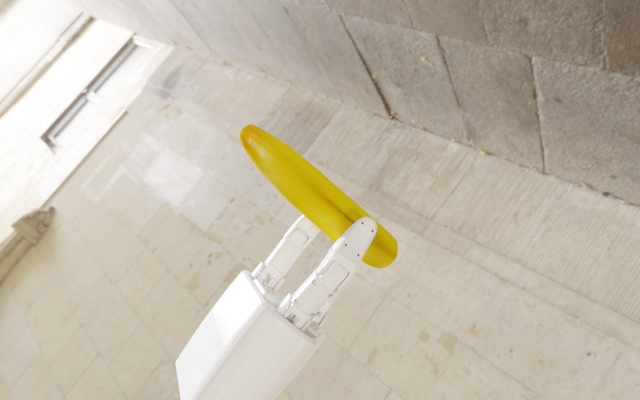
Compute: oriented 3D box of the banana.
[{"bbox_3d":[0.010,0.009,0.407,0.198,0.037,0.069,40,-1,-31],"label":"banana"}]
